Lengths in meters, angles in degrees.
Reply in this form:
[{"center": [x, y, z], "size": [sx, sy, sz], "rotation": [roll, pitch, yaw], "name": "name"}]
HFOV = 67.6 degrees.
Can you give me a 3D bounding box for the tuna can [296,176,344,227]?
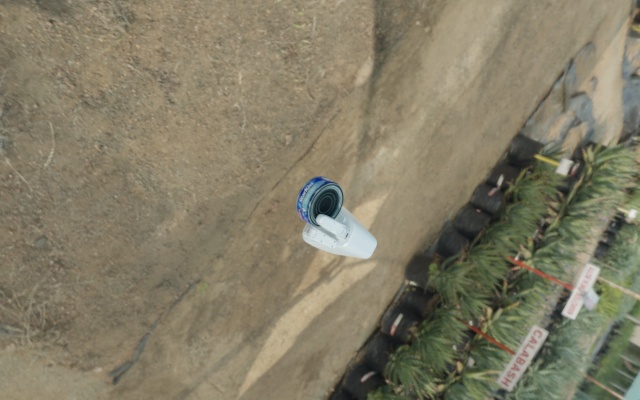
[{"center": [0.000, 0.003, 0.835], "size": [0.086, 0.086, 0.033], "rotation": [0, 22, -45], "name": "tuna can"}]
